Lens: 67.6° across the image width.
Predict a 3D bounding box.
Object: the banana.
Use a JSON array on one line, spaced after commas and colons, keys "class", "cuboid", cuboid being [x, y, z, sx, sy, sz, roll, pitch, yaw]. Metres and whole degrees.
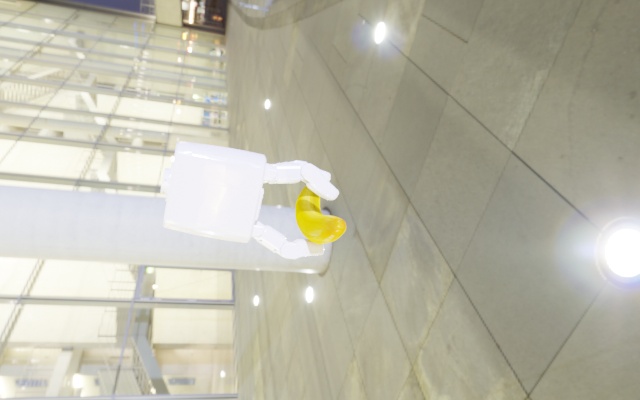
[{"class": "banana", "cuboid": [-0.007, 0.017, 0.643, 0.037, 0.070, 0.197, 15, 19, -16]}]
